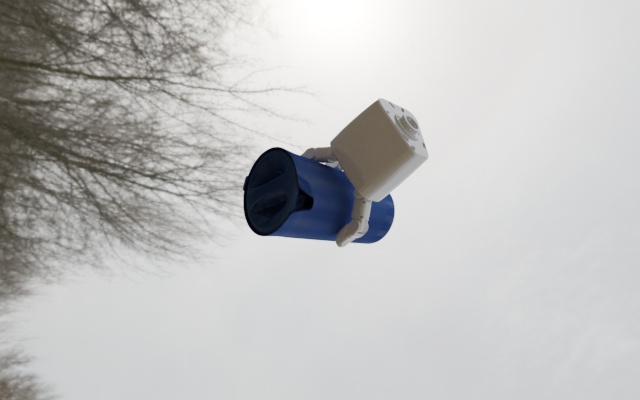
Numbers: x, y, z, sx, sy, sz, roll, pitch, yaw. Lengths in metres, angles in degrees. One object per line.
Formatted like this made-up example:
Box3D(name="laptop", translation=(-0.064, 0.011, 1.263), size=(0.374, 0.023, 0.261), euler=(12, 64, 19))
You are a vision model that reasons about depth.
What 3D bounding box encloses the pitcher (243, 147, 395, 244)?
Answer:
Box3D(name="pitcher", translation=(0.000, 0.003, 0.783), size=(0.243, 0.149, 0.145), euler=(13, -44, -42))
